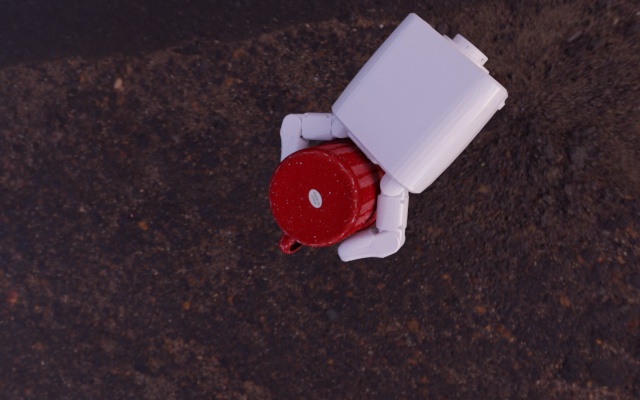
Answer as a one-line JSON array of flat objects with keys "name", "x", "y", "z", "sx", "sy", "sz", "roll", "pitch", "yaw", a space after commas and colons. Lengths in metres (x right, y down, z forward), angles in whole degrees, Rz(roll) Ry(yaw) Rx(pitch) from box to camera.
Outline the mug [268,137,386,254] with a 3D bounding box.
[{"name": "mug", "x": -0.001, "y": 0.002, "z": 0.421, "sx": 0.093, "sy": 0.117, "sz": 0.081, "roll": 43, "pitch": 21, "yaw": 10}]
